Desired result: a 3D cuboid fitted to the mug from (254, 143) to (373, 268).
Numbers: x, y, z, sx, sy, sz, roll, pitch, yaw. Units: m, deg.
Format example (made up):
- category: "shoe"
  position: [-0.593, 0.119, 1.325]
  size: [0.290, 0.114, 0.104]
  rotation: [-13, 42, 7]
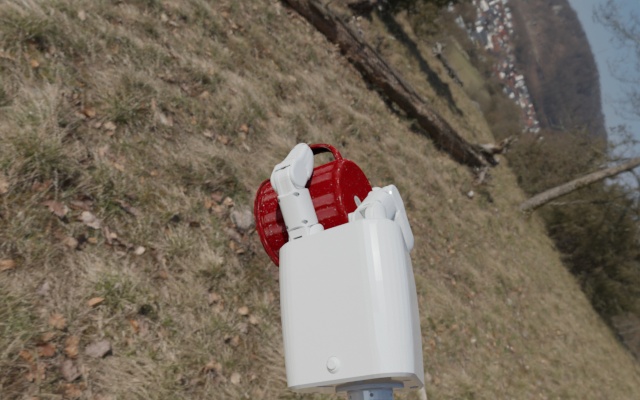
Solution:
- category: "mug"
  position: [0.000, 0.000, 0.434]
  size: [0.081, 0.117, 0.093]
  rotation: [-19, -30, 27]
